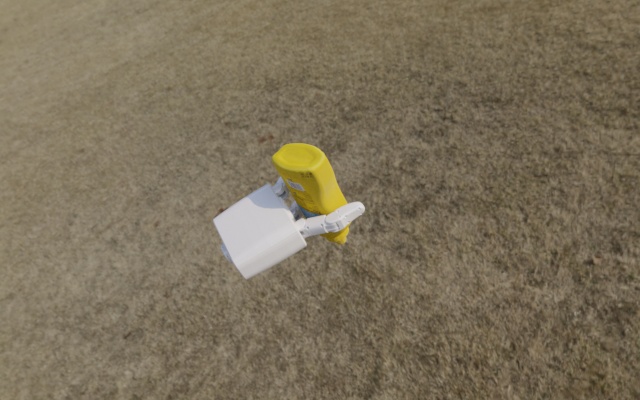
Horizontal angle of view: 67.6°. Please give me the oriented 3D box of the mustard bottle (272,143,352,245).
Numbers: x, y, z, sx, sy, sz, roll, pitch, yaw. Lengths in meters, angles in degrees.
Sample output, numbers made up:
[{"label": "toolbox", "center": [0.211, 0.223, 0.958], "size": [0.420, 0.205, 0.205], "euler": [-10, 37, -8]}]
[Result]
[{"label": "mustard bottle", "center": [0.000, 0.002, 0.737], "size": [0.096, 0.192, 0.058], "euler": [18, 57, 42]}]
